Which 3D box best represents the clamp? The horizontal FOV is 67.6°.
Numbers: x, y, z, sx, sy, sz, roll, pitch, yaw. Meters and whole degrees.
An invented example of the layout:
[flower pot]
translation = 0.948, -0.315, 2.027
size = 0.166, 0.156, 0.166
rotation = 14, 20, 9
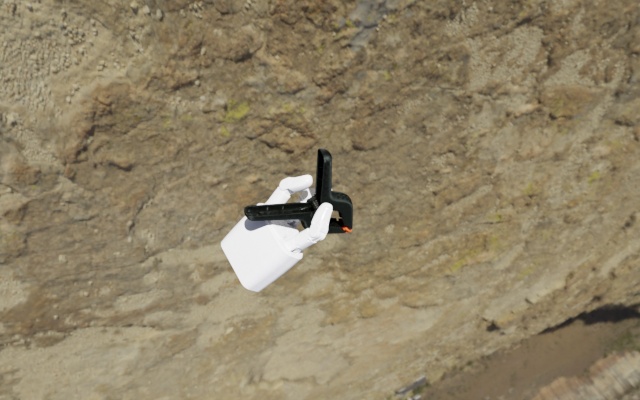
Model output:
[clamp]
translation = 0.001, 0.003, 0.786
size = 0.164, 0.036, 0.210
rotation = -41, -39, 20
